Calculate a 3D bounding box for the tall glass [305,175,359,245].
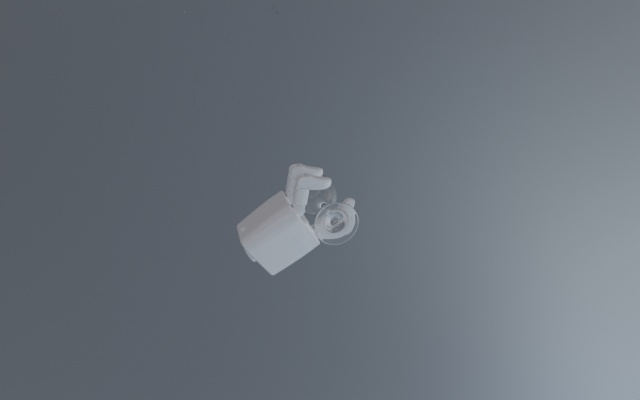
[{"bbox_3d":[0.000,0.003,0.850,0.079,0.079,0.201,0,21,-16],"label":"tall glass"}]
